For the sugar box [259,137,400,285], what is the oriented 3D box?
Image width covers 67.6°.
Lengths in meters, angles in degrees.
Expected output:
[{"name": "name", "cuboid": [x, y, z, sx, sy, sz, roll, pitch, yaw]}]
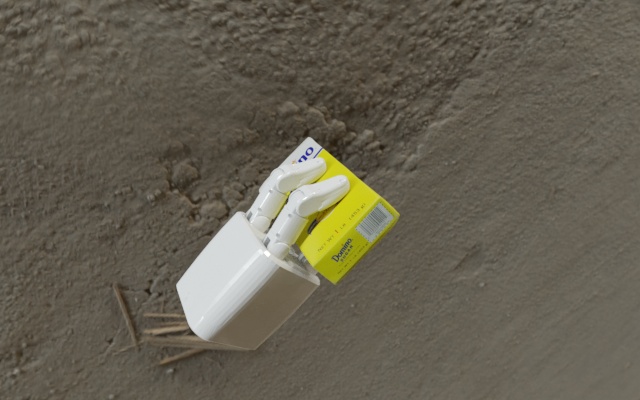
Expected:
[{"name": "sugar box", "cuboid": [0.000, 0.002, 0.517, 0.048, 0.093, 0.176, 43, 1, -38]}]
